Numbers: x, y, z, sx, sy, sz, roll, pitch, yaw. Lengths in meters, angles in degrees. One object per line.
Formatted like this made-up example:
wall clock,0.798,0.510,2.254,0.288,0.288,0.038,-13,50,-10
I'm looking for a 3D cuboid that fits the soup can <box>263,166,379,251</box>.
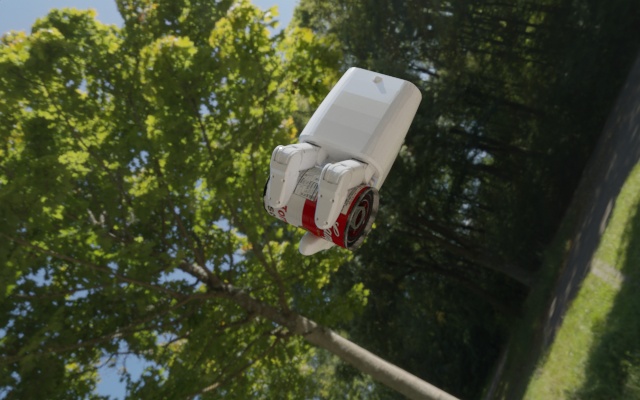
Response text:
soup can,0.000,0.002,0.494,0.102,0.068,0.068,22,9,24
